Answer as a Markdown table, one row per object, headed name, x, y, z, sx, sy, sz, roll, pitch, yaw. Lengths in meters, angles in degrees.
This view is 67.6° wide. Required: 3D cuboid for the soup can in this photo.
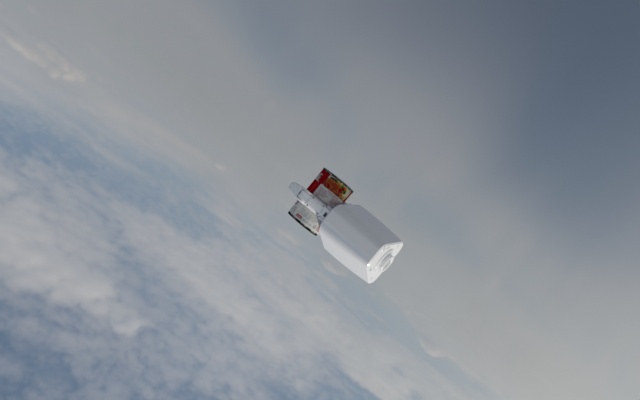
| name | x | y | z | sx | sy | sz | roll | pitch | yaw |
| --- | --- | --- | --- | --- | --- | --- | --- | --- | --- |
| soup can | 0.000 | 0.003 | 0.833 | 0.068 | 0.102 | 0.068 | 39 | 0 | 0 |
